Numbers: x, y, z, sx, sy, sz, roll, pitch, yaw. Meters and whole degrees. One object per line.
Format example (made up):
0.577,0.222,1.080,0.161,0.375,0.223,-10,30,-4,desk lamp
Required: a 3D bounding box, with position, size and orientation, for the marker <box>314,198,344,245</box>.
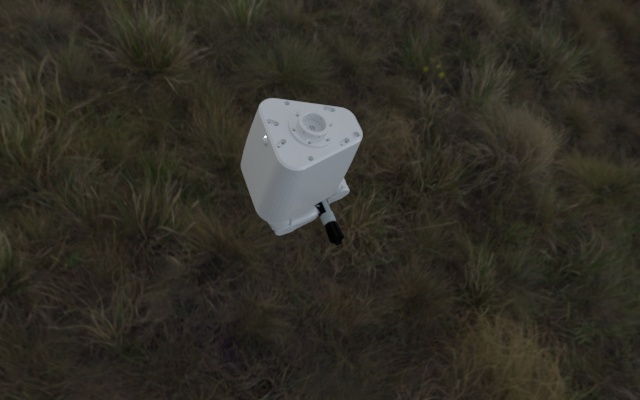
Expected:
0.000,0.002,0.606,0.020,0.121,0.020,-20,-24,-9,marker
